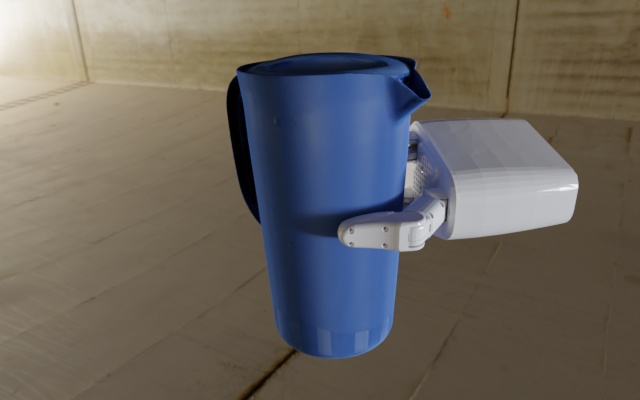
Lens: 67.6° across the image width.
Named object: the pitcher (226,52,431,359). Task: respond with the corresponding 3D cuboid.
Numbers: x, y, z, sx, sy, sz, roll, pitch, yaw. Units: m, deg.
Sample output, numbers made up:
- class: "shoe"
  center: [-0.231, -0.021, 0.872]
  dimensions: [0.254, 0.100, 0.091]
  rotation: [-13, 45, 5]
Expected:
- class: "pitcher"
  center: [0.000, 0.001, 0.404]
  dimensions: [0.145, 0.243, 0.149]
  rotation: [-5, 22, -8]
